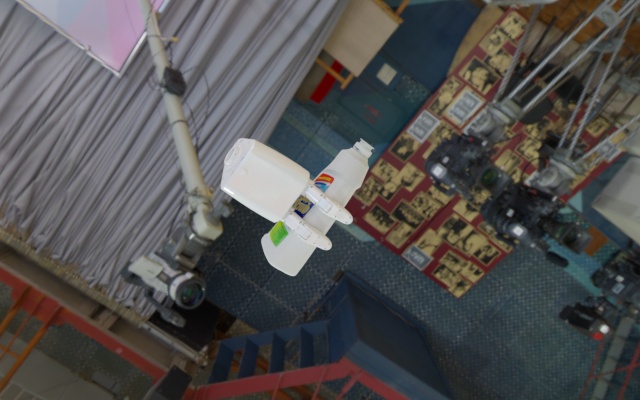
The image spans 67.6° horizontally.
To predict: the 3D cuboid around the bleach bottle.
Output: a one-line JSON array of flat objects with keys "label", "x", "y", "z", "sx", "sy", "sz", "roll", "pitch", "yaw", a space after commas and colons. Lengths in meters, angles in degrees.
[{"label": "bleach bottle", "x": 0.000, "y": 0.003, "z": 0.806, "sx": 0.068, "sy": 0.251, "sz": 0.102, "roll": 32, "pitch": 11, "yaw": -25}]
